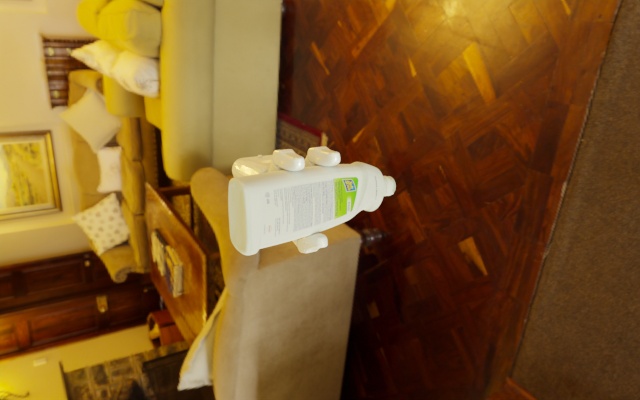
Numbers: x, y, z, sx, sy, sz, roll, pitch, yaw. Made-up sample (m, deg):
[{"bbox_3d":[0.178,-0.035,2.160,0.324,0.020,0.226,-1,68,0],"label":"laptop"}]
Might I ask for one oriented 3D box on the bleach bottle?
[{"bbox_3d":[0.000,0.002,0.669,0.251,0.102,0.068,-9,19,-31],"label":"bleach bottle"}]
